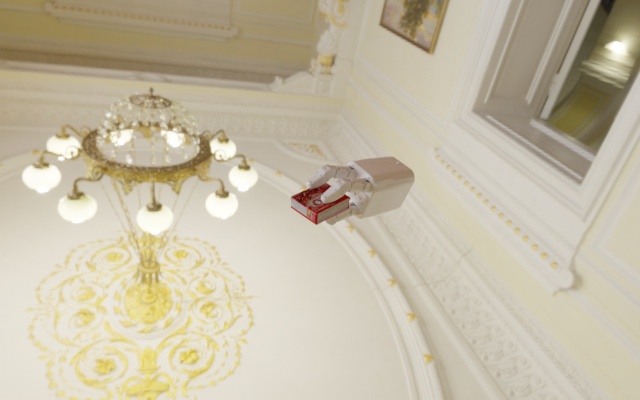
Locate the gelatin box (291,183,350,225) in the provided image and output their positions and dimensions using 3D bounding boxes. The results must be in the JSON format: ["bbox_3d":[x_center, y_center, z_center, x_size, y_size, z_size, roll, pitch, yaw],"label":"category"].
[{"bbox_3d":[0.000,0.003,0.899,0.089,0.030,0.073,-26,44,-35],"label":"gelatin box"}]
